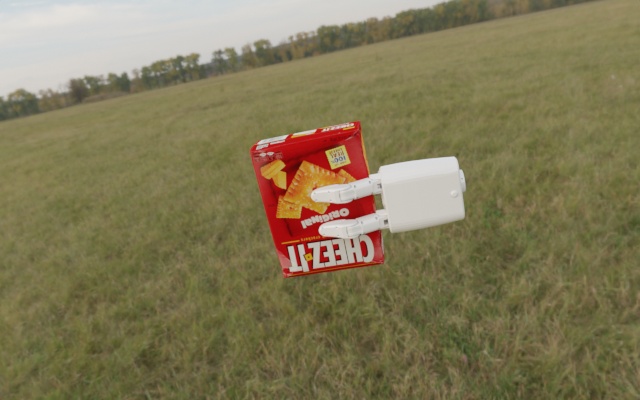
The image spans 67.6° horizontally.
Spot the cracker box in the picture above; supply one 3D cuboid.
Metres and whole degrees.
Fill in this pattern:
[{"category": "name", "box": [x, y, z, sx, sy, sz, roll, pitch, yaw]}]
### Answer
[{"category": "cracker box", "box": [0.000, 0.002, 0.726, 0.164, 0.214, 0.072, -9, 19, 10]}]
